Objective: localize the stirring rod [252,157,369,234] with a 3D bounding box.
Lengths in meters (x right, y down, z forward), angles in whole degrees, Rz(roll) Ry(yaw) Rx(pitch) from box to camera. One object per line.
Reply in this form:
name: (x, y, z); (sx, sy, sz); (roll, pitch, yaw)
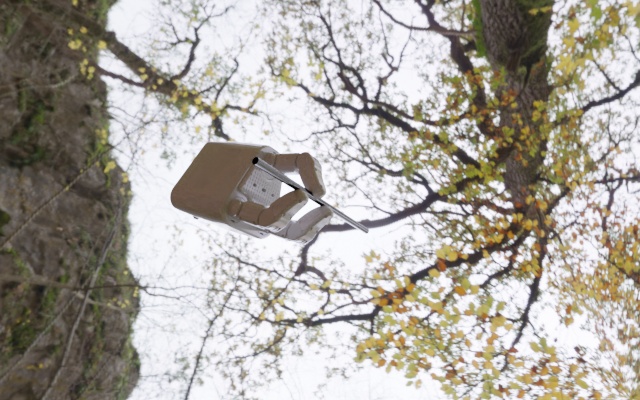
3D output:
stirring rod: (0.000, 0.002, 0.549); (0.011, 0.011, 0.240); (0, -19, 33)
